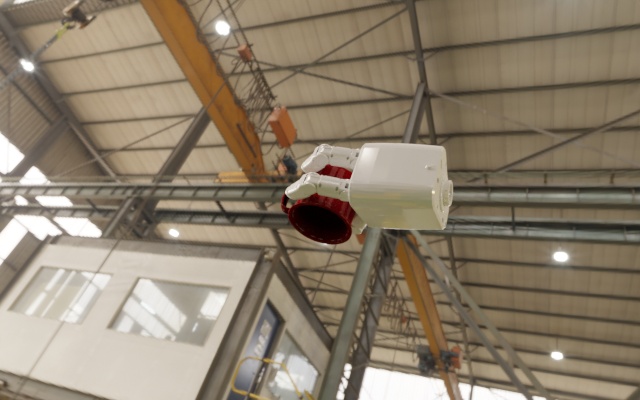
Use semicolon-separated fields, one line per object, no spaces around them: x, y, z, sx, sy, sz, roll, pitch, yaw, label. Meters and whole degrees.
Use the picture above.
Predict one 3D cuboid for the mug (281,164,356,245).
-0.001;0.002;0.686;0.117;0.081;0.093;5;-39;23;mug
